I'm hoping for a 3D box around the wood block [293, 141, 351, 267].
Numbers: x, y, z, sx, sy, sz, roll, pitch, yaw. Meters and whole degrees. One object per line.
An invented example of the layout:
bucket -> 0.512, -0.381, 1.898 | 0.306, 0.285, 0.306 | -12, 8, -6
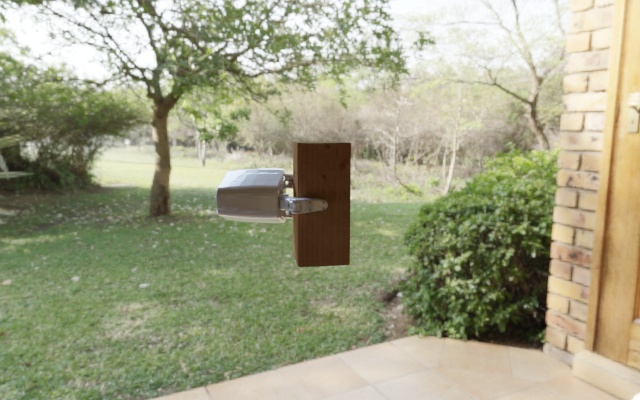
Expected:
wood block -> 0.000, 0.003, 0.825 | 0.090, 0.206, 0.091 | -1, 9, -9
